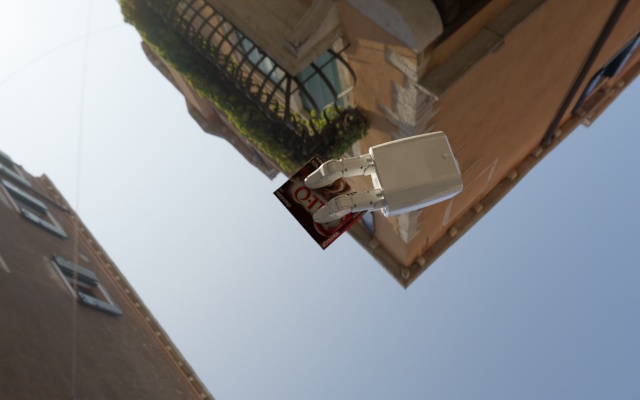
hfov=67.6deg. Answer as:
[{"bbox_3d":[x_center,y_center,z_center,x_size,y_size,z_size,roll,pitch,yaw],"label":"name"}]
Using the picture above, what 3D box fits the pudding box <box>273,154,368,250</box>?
[{"bbox_3d":[0.000,0.002,0.696,0.113,0.090,0.039,46,-7,25],"label":"pudding box"}]
